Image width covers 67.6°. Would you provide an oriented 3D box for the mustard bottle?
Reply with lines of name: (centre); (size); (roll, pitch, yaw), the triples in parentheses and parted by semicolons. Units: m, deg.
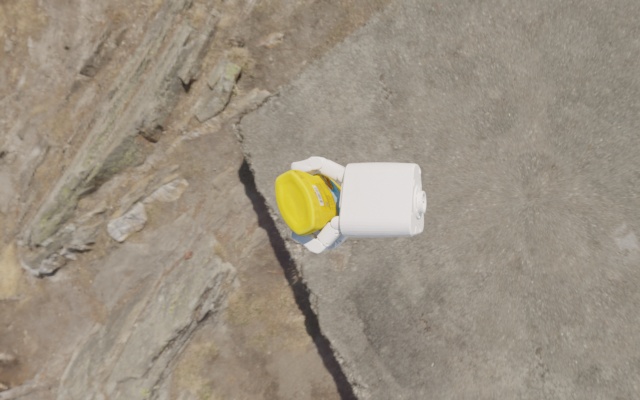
mustard bottle: (0.000, 0.003, 0.773); (0.058, 0.096, 0.191); (-27, -11, 22)
